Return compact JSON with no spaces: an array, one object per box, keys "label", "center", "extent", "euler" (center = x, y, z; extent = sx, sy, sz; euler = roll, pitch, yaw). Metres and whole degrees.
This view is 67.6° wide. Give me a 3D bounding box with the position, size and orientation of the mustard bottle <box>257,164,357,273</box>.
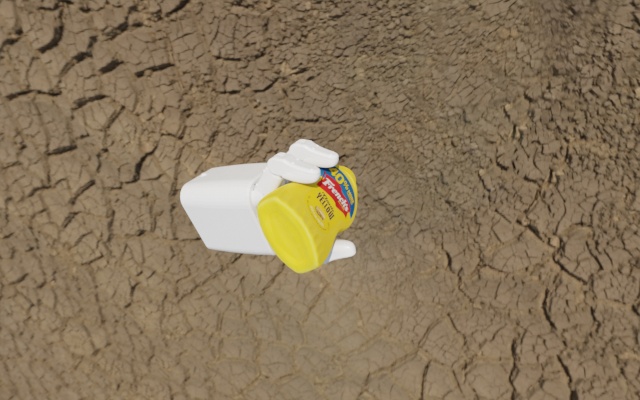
[{"label":"mustard bottle","center":[0.000,0.002,0.590],"extent":[0.058,0.096,0.191],"euler":[-26,11,32]}]
